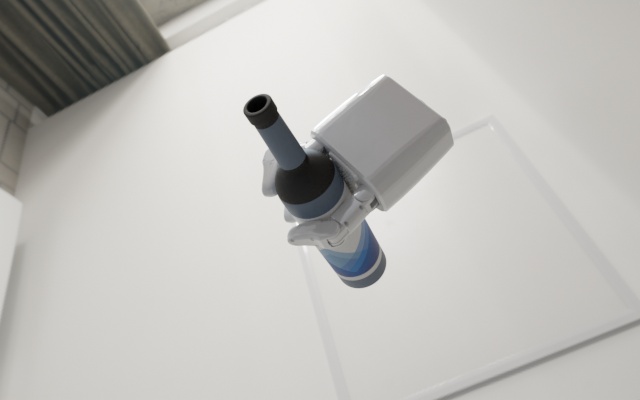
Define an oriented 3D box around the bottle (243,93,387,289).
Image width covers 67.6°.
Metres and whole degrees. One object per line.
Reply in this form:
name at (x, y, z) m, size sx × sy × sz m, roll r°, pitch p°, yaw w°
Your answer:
bottle at (0.000, 0.002, 0.512) m, size 0.069 × 0.069 × 0.296 m, roll 0°, pitch -34°, yaw 26°
